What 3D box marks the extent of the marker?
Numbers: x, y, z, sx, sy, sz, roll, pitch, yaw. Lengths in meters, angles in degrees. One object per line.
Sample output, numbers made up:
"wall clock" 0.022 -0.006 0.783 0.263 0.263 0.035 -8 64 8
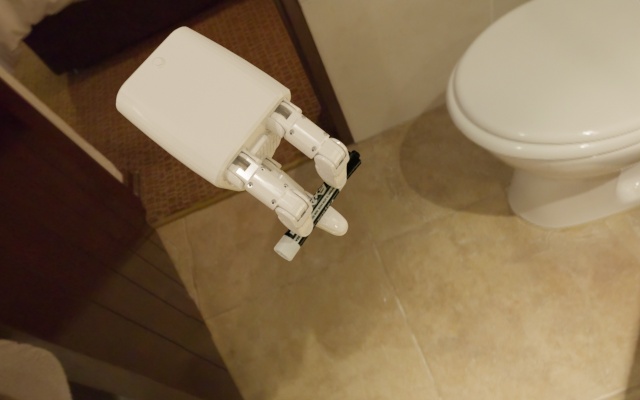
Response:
"marker" 0.000 0.001 0.438 0.020 0.121 0.020 33 -17 11
